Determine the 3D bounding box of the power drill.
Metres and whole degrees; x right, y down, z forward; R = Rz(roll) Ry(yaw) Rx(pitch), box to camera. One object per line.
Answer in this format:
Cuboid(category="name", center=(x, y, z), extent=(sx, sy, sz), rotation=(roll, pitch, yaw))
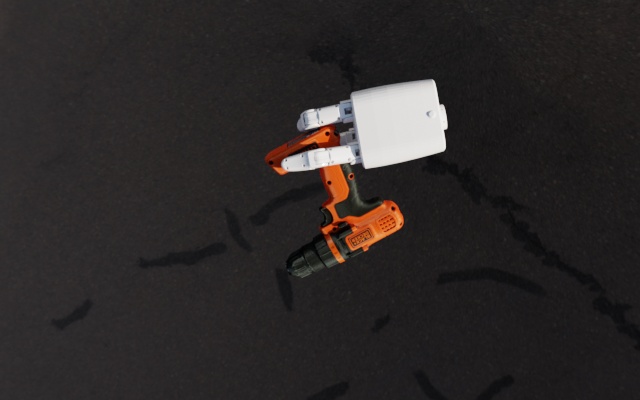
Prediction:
Cuboid(category="power drill", center=(0.000, 0.002, 0.671), extent=(0.184, 0.188, 0.057), rotation=(-29, 17, 4))
